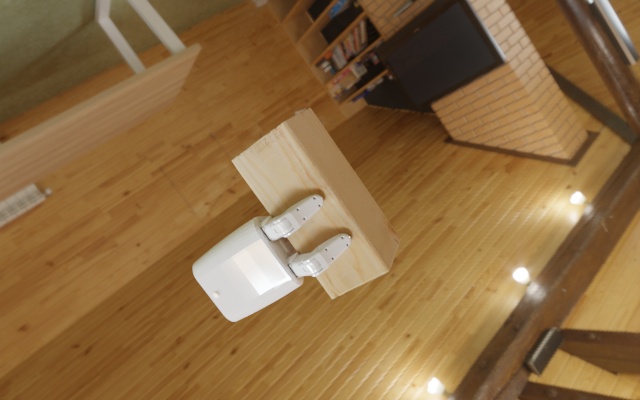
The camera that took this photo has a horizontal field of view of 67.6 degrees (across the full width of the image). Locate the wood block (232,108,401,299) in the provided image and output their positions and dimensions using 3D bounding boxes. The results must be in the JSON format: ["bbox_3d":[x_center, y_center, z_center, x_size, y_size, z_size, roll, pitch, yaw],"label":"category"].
[{"bbox_3d":[0.000,0.002,0.588,0.090,0.206,0.090,-32,8,26],"label":"wood block"}]
